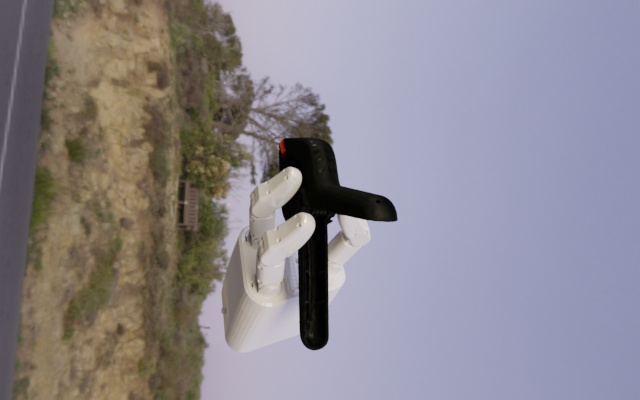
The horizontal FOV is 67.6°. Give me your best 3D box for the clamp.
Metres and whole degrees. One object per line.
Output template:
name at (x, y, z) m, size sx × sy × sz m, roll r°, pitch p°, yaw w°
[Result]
clamp at (0.001, 0.001, 0.429) m, size 0.036 × 0.209 × 0.165 m, roll 6°, pitch -45°, yaw -24°
